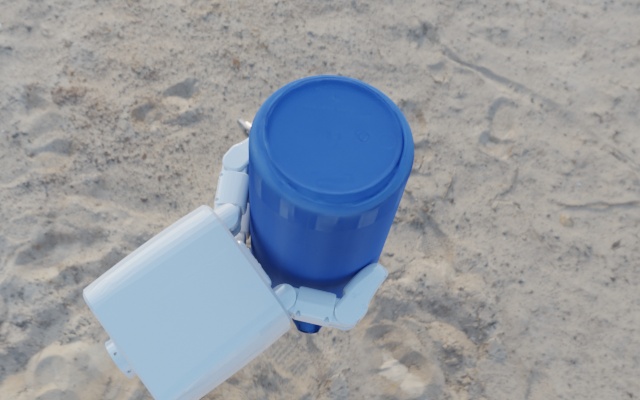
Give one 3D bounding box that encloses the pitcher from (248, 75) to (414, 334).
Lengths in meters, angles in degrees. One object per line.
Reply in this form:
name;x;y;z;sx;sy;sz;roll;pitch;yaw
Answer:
pitcher;0.000;0.001;0.412;0.145;0.149;0.243;-36;-18;-19
